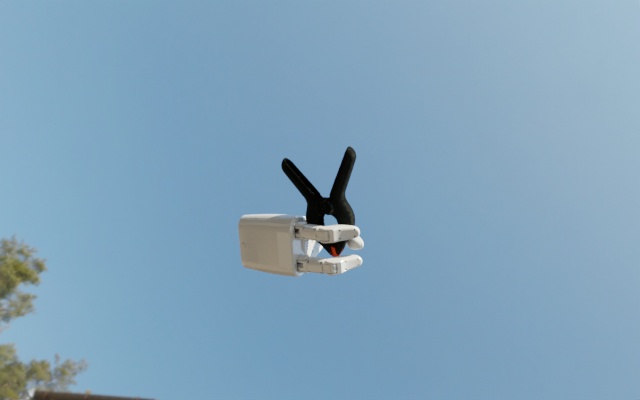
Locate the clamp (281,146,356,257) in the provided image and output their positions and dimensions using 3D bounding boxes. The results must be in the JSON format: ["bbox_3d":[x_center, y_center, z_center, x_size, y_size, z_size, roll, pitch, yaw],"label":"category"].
[{"bbox_3d":[0.000,0.002,0.741,0.120,0.171,0.039,3,12,26],"label":"clamp"}]
